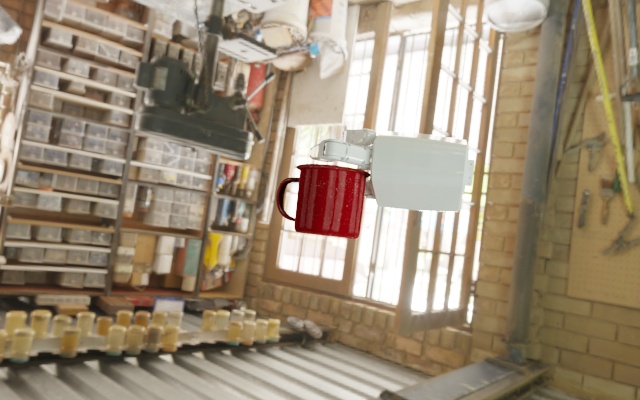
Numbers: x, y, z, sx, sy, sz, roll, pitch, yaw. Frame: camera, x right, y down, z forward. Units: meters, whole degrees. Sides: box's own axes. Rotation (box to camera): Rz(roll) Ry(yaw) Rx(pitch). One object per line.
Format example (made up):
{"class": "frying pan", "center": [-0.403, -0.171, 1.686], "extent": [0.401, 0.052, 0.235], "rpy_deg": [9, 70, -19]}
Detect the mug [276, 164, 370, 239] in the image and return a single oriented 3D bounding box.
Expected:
{"class": "mug", "center": [-0.001, 0.002, 0.589], "extent": [0.117, 0.081, 0.093], "rpy_deg": [5, -4, 15]}
